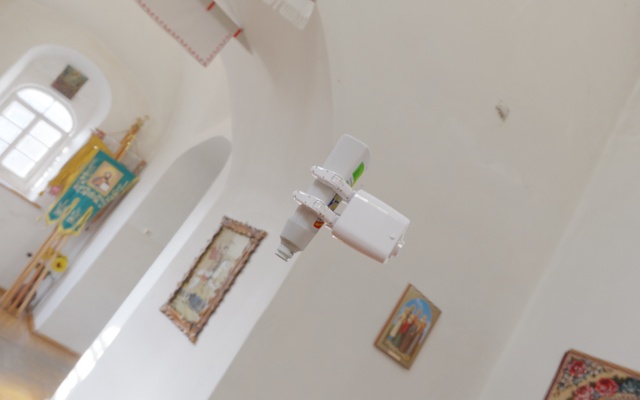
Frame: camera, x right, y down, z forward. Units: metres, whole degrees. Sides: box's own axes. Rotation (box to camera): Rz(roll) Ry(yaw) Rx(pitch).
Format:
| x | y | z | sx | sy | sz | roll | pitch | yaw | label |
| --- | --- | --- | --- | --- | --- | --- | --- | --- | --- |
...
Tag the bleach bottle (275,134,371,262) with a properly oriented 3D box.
| x | y | z | sx | sy | sz | roll | pitch | yaw | label |
| --- | --- | --- | --- | --- | --- | --- | --- | --- | --- |
| 0.000 | 0.003 | 0.876 | 0.068 | 0.250 | 0.103 | 31 | -14 | 13 | bleach bottle |
